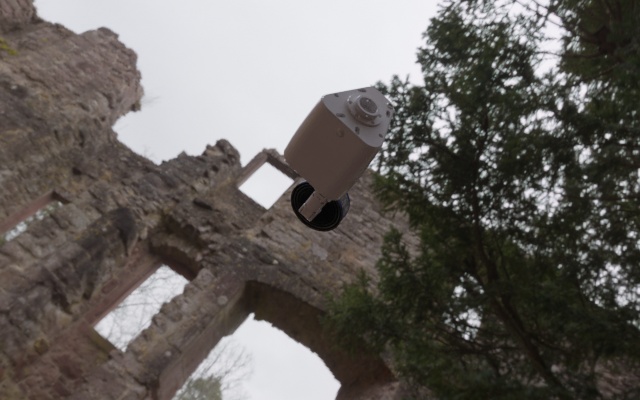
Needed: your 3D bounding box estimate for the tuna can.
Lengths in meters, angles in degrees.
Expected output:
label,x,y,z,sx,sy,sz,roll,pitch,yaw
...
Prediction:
label,x,y,z,sx,sy,sz,roll,pitch,yaw
tuna can,0.000,0.002,0.717,0.086,0.086,0.033,0,30,32
